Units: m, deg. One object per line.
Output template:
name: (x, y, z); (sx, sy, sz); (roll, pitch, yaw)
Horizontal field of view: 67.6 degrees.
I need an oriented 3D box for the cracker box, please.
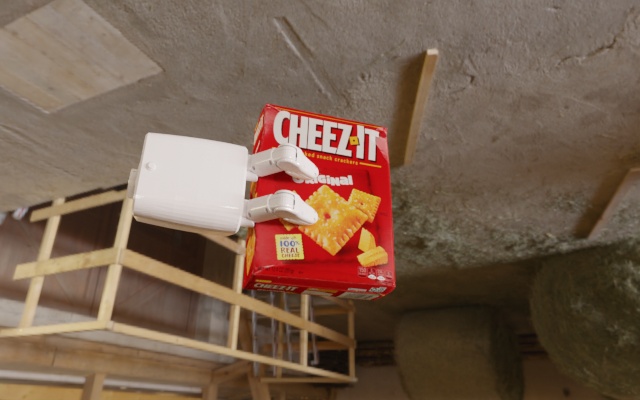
cracker box: (0.000, 0.002, 0.568); (0.164, 0.213, 0.072); (9, -25, -16)
